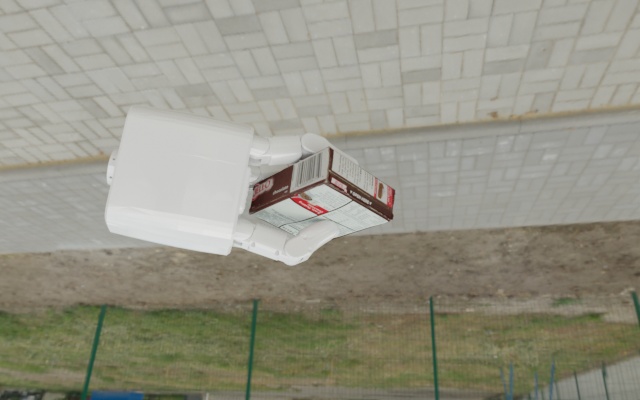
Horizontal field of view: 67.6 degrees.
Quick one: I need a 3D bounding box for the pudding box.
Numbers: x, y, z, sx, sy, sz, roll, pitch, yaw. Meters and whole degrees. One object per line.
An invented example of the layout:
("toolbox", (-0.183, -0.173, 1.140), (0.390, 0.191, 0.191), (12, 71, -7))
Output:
("pudding box", (0.000, 0.002, 0.457), (0.090, 0.039, 0.113), (28, -33, -35))
